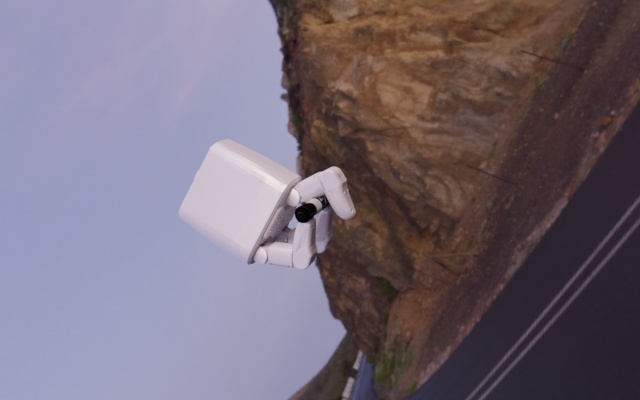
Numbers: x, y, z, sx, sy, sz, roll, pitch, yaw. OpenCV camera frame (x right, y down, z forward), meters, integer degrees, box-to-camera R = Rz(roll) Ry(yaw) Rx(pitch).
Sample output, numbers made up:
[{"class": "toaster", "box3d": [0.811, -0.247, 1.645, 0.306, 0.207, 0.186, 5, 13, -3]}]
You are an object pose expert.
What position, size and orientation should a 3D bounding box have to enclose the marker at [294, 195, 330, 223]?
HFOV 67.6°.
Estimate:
[{"class": "marker", "box3d": [0.000, 0.002, 0.544, 0.020, 0.020, 0.121, 0, 14, 21]}]
